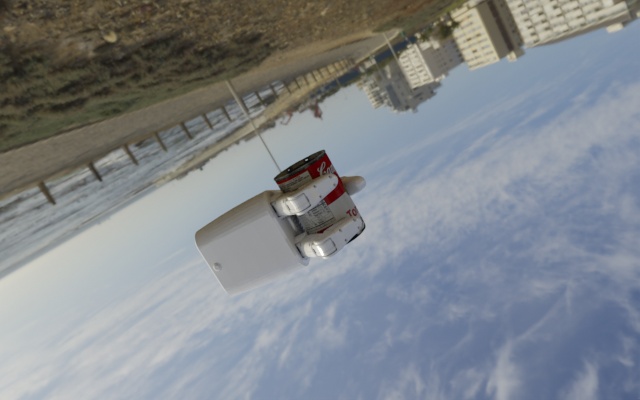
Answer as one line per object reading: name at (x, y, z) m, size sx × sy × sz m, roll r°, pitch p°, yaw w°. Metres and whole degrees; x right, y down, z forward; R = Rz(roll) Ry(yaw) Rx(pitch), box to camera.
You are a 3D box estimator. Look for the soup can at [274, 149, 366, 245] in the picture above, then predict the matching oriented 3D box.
soup can at (0.001, 0.002, 0.554) m, size 0.068 × 0.102 × 0.068 m, roll -29°, pitch 11°, yaw 6°
